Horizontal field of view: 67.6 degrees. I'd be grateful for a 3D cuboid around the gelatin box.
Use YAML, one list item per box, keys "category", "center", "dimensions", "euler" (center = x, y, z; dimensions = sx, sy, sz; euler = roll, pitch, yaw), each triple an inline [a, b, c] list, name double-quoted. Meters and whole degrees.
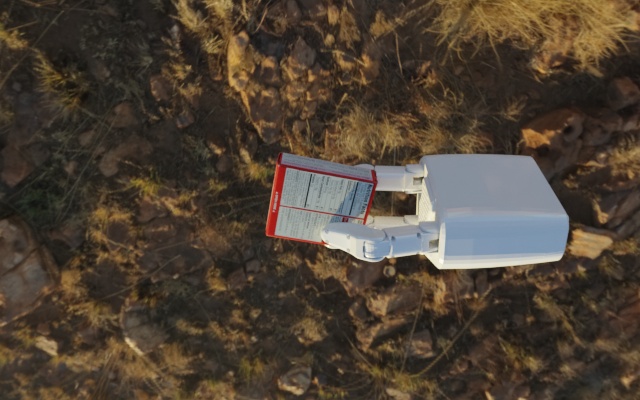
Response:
- category: "gelatin box"
  center: [0.000, 0.002, 0.429]
  dimensions: [0.089, 0.073, 0.030]
  euler: [9, 29, -6]
